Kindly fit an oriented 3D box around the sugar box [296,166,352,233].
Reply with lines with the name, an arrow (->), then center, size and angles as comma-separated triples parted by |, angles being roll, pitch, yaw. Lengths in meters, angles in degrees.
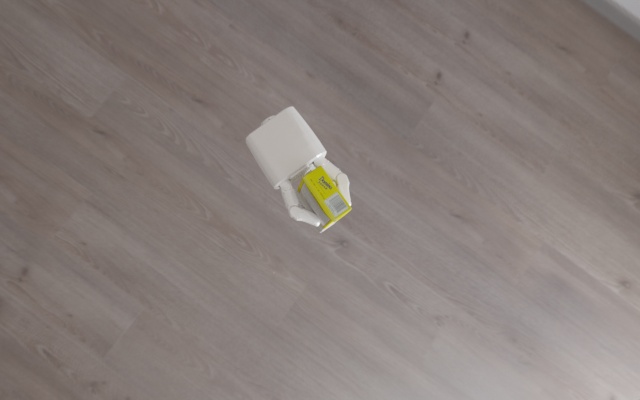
sugar box -> 0.001, 0.002, 0.873 | 0.048, 0.093, 0.176 | -34, -3, -9
